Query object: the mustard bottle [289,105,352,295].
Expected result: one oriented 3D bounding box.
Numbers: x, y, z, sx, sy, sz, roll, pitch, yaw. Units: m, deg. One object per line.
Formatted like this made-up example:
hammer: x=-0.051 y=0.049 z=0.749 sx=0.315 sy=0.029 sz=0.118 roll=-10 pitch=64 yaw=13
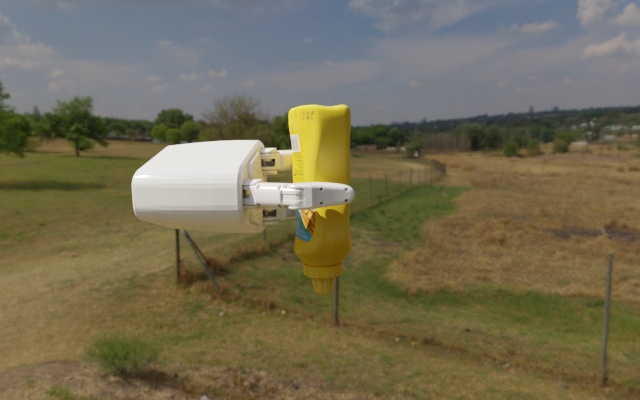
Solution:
mustard bottle: x=0.000 y=0.001 z=0.488 sx=0.058 sy=0.191 sz=0.096 roll=-4 pitch=8 yaw=-17
